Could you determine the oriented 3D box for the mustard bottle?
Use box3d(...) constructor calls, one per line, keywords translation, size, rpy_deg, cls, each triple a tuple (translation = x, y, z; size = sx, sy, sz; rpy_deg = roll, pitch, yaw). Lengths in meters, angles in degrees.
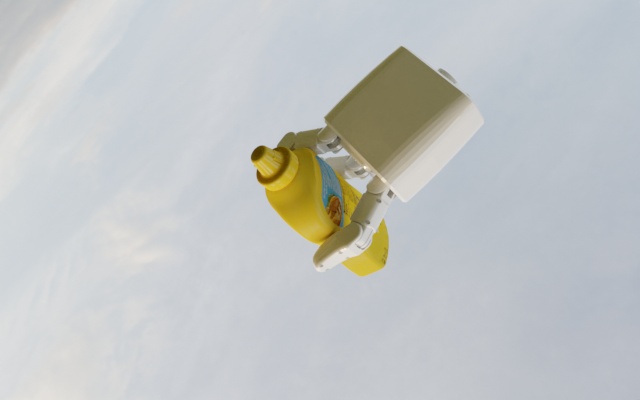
box3d(translation=(0.000, 0.002, 0.479), size=(0.058, 0.096, 0.192), rpy_deg=(-26, -40, 23), cls="mustard bottle")
